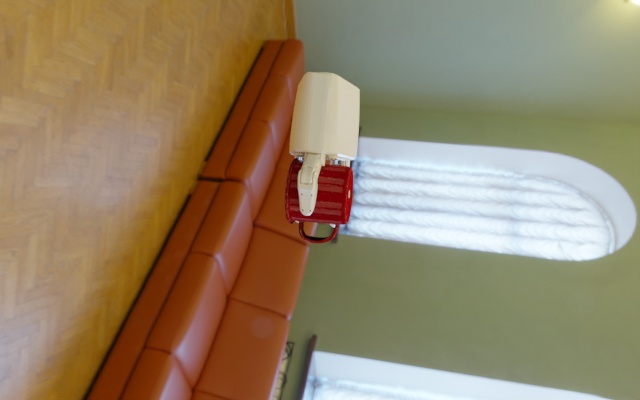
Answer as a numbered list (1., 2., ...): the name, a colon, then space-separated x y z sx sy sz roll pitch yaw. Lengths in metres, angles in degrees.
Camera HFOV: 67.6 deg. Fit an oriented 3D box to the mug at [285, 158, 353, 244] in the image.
1. mug: 0.000 0.004 0.663 0.081 0.117 0.093 5 3 9
